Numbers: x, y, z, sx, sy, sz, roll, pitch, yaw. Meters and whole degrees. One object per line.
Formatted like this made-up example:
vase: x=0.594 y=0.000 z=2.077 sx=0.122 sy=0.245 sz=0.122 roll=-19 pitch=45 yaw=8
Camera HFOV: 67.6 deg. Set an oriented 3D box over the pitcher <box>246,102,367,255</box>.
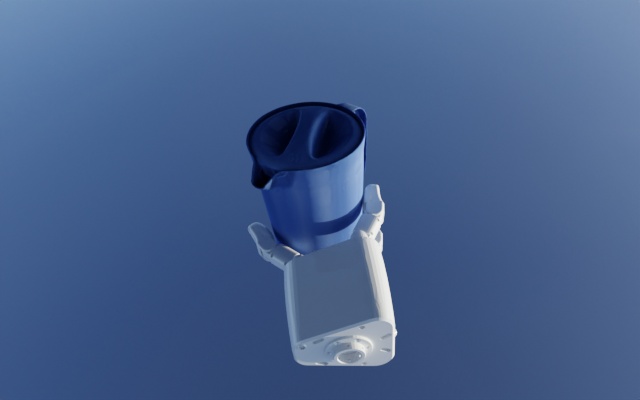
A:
pitcher: x=0.000 y=0.002 z=0.613 sx=0.149 sy=0.243 sz=0.145 roll=-9 pitch=43 yaw=-2
